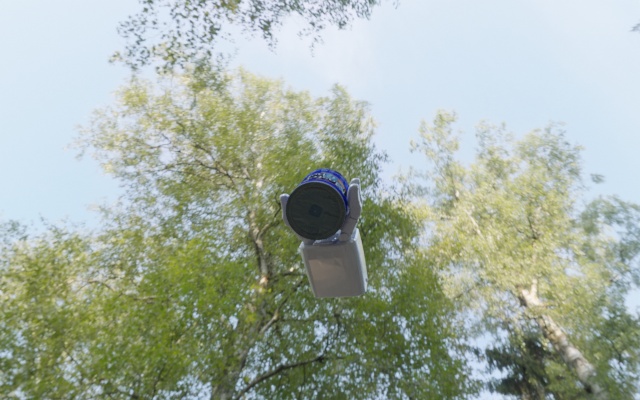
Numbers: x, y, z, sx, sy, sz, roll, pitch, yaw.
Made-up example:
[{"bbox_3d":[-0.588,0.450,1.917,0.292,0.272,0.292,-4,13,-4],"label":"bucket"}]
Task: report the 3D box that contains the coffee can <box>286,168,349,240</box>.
[{"bbox_3d":[0.000,0.003,0.870,0.103,0.103,0.140,0,13,8],"label":"coffee can"}]
